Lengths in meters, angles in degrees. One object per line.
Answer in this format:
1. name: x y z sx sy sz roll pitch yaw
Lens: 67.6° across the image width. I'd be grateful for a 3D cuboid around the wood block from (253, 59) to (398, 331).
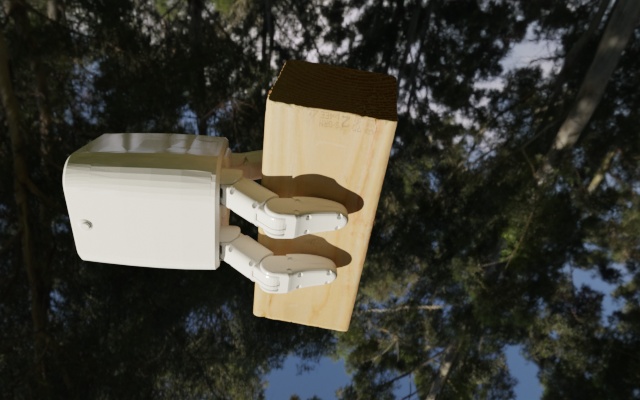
1. wood block: 0.000 0.001 0.403 0.090 0.206 0.090 10 35 1
